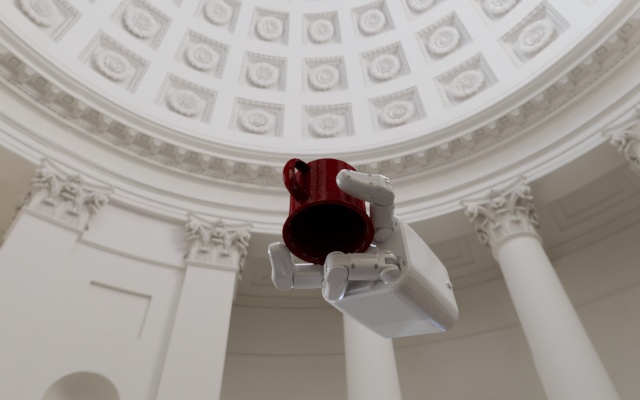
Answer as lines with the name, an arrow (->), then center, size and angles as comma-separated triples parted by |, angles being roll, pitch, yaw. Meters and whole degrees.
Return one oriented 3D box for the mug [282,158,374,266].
mug -> -0.001, 0.001, 0.504 | 0.093, 0.081, 0.117 | -31, -56, 23
